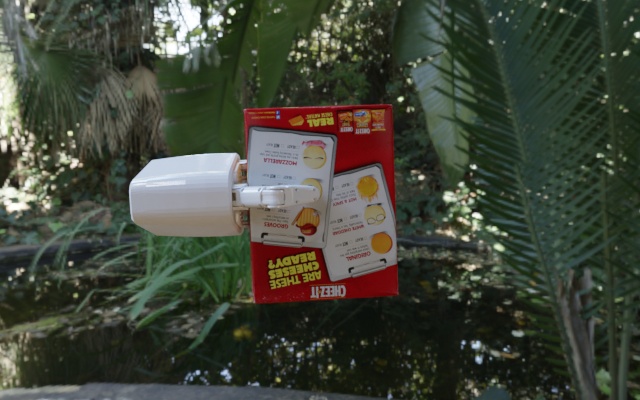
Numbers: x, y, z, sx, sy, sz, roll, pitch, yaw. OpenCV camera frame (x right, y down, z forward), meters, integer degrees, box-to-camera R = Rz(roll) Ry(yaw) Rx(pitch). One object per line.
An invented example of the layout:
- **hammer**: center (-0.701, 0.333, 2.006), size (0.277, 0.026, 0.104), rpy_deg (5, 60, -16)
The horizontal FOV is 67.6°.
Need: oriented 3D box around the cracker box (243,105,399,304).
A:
- **cracker box**: center (0.000, 0.002, 0.551), size (0.164, 0.214, 0.072), rpy_deg (-3, 4, -3)
